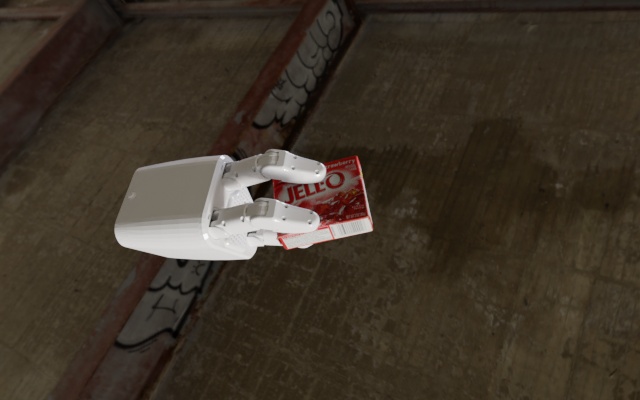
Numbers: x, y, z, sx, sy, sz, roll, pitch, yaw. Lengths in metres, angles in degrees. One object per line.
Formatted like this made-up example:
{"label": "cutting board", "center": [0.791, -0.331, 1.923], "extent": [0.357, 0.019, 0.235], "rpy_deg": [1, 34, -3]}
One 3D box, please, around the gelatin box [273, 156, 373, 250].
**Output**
{"label": "gelatin box", "center": [0.001, 0.002, 0.461], "extent": [0.089, 0.073, 0.030], "rpy_deg": [-13, -35, 8]}
